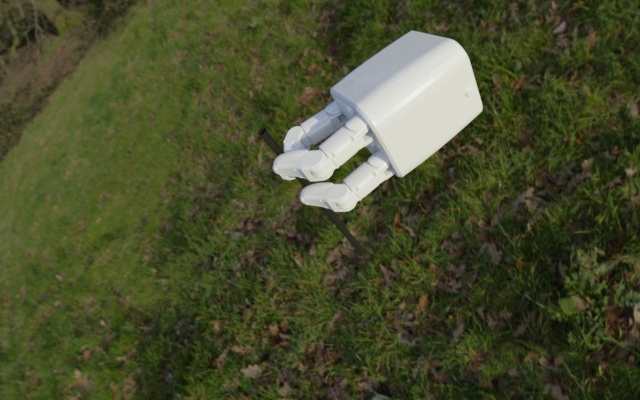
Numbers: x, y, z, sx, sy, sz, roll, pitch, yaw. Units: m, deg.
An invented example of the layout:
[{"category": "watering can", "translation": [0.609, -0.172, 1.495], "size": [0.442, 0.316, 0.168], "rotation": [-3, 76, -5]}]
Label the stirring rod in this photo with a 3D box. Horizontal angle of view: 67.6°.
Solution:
[{"category": "stirring rod", "translation": [0.000, 0.002, 0.519], "size": [0.011, 0.011, 0.240], "rotation": [0, -32, 31]}]
